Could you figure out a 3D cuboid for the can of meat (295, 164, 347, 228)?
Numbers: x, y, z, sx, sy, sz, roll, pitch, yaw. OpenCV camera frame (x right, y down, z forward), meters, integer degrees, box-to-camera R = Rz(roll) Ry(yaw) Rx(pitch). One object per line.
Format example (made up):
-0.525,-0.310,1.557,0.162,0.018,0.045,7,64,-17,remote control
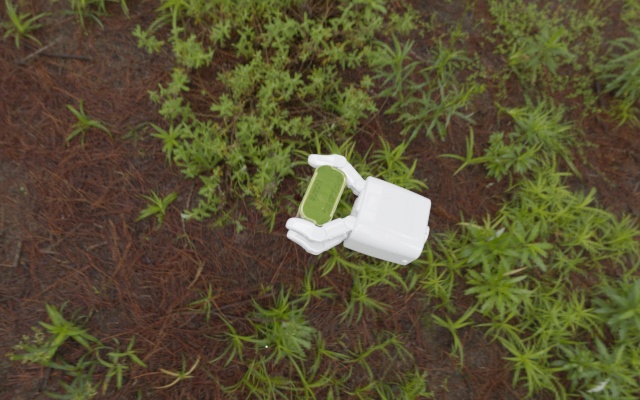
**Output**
0.000,0.002,0.749,0.057,0.102,0.084,22,-18,0,can of meat
